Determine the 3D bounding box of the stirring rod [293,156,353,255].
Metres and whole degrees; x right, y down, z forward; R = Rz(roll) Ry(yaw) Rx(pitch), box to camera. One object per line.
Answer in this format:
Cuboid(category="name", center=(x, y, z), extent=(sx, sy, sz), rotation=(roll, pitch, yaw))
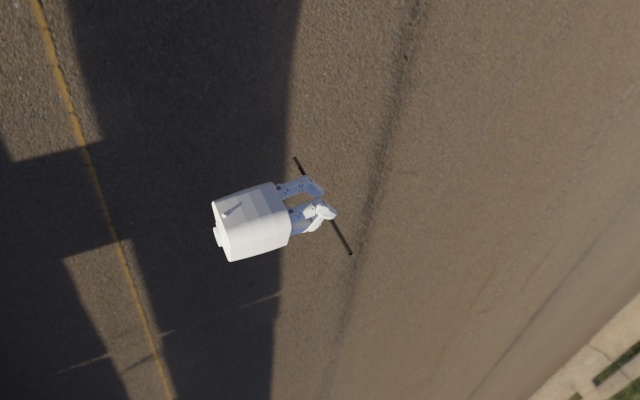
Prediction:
Cuboid(category="stirring rod", center=(0.000, 0.003, 0.847), extent=(0.011, 0.239, 0.011), rotation=(-19, -37, -15))
